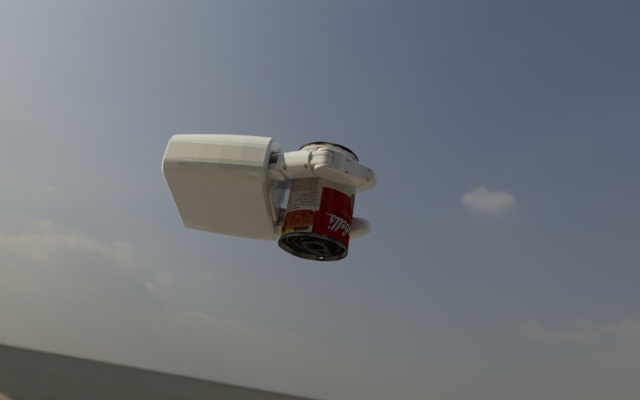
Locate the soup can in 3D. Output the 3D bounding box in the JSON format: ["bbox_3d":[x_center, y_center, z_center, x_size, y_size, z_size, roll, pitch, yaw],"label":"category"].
[{"bbox_3d":[0.001,0.001,0.476,0.068,0.102,0.068,8,-25,4],"label":"soup can"}]
